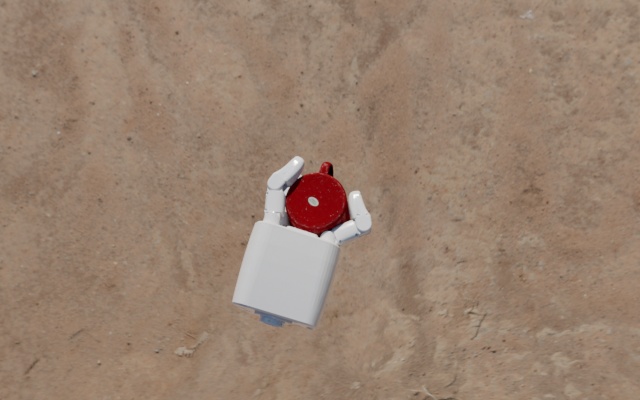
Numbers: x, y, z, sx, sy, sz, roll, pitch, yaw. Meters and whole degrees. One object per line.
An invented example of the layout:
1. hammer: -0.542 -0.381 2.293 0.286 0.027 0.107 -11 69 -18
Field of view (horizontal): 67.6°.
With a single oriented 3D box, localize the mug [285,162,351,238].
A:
1. mug: 0.001 0.001 0.654 0.093 0.117 0.081 12 -18 10
